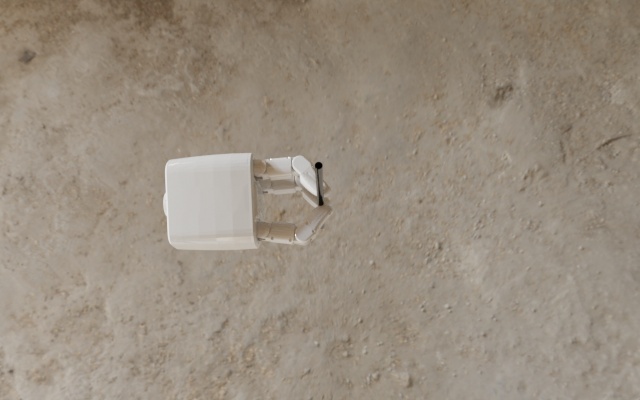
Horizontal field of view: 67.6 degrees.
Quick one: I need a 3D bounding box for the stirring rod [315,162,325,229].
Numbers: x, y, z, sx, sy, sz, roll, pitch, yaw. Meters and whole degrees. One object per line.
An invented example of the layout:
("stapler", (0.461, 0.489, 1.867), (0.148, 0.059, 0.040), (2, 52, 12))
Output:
("stirring rod", (0.000, 0.002, 0.585), (0.011, 0.011, 0.240), (0, -18, 1))
